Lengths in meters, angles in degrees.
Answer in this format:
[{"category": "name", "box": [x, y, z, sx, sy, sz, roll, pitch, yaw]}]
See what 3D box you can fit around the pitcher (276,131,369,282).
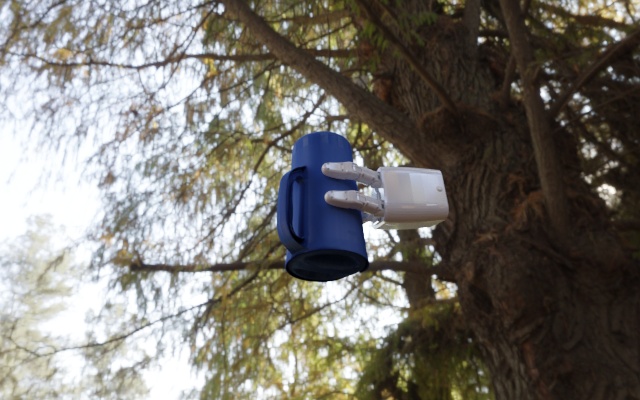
[{"category": "pitcher", "box": [0.000, 0.003, 0.800, 0.145, 0.242, 0.149, 0, -30, -5]}]
